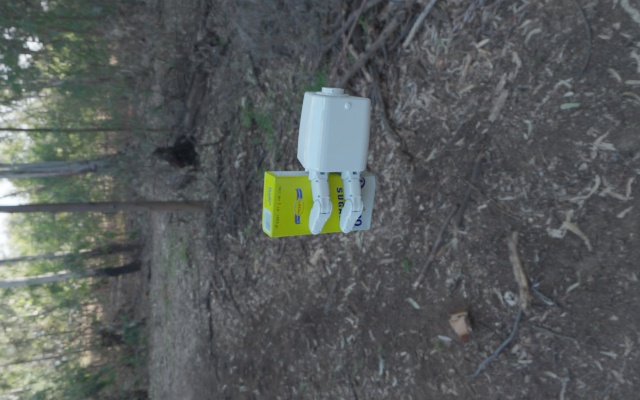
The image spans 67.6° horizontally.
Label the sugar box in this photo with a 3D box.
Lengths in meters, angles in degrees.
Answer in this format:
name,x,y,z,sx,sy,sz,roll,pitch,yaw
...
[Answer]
name,x,y,z,sx,sy,sz,roll,pitch,yaw
sugar box,0.000,0.002,0.735,0.176,0.093,0.048,-3,17,-27
